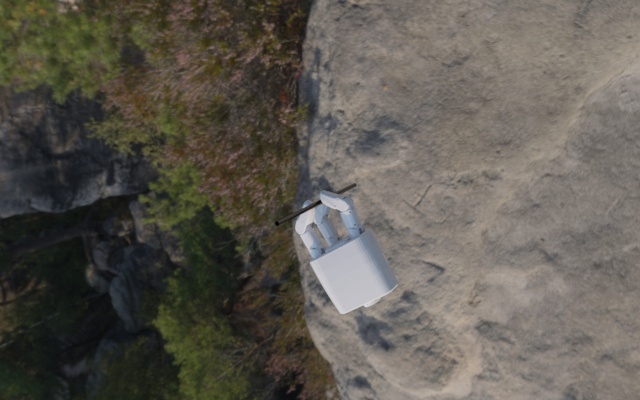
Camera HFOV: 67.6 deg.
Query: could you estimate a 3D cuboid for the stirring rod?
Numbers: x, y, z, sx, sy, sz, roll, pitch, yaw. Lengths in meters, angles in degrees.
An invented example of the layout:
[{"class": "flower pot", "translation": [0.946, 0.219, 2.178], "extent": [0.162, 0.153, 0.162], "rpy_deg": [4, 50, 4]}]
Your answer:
[{"class": "stirring rod", "translation": [0.000, 0.003, 0.805], "extent": [0.011, 0.011, 0.239], "rpy_deg": [0, 15, 34]}]
